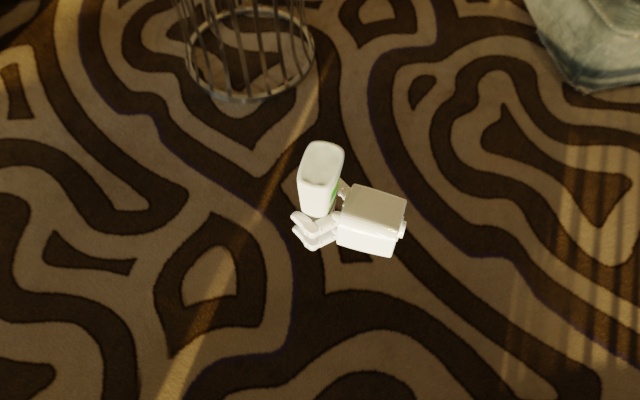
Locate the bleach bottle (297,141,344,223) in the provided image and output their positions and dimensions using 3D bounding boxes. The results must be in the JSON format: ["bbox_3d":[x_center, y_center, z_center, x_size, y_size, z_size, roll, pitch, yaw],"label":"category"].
[{"bbox_3d":[0.000,0.003,0.895,0.068,0.102,0.251,15,-28,9],"label":"bleach bottle"}]
